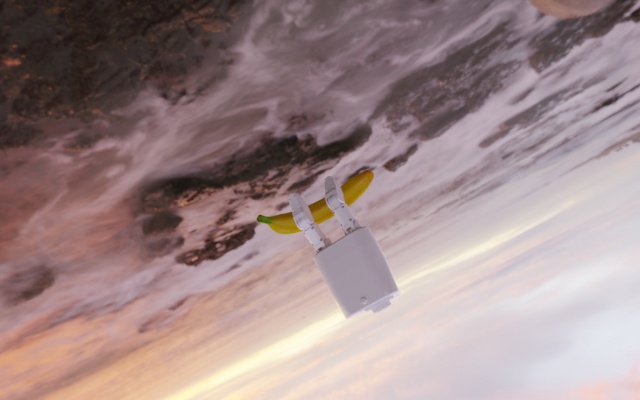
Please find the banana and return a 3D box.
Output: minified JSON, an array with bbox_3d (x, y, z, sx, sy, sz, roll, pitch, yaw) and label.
[{"bbox_3d":[-0.001,0.011,0.773,0.198,0.037,0.070,-24,-24,-2],"label":"banana"}]
